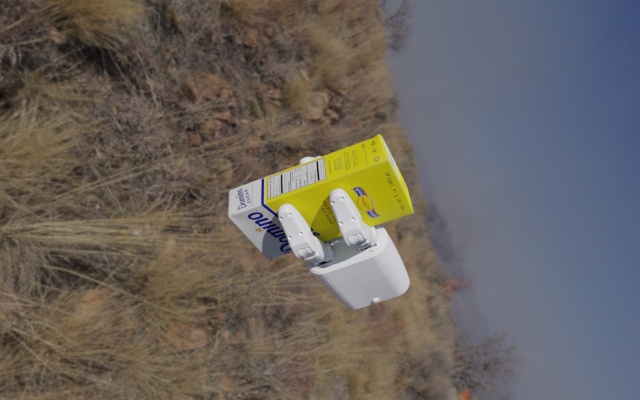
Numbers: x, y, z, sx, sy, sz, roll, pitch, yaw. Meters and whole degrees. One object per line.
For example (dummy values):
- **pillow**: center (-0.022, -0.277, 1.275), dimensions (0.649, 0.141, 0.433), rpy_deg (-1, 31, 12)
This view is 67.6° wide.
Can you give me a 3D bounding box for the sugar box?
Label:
- **sugar box**: center (0.000, 0.002, 0.510), dimensions (0.176, 0.048, 0.093), rpy_deg (-21, -44, 14)
